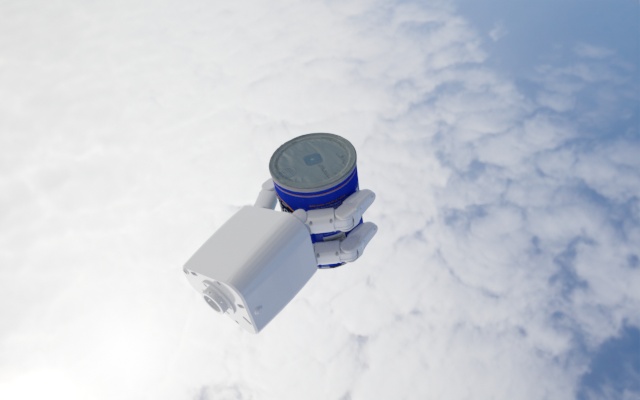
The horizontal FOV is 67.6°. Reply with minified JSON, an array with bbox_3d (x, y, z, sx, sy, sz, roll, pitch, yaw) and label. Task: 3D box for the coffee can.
[{"bbox_3d":[0.000,0.002,0.594,0.103,0.140,0.102,-6,43,5],"label":"coffee can"}]
